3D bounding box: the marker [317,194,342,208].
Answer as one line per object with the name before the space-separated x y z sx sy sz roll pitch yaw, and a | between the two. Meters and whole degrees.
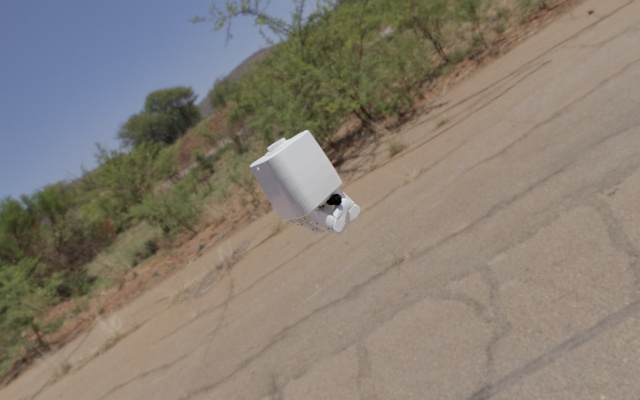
marker | 0.000 0.003 0.809 0.020 0.020 0.121 0 -5 -29
